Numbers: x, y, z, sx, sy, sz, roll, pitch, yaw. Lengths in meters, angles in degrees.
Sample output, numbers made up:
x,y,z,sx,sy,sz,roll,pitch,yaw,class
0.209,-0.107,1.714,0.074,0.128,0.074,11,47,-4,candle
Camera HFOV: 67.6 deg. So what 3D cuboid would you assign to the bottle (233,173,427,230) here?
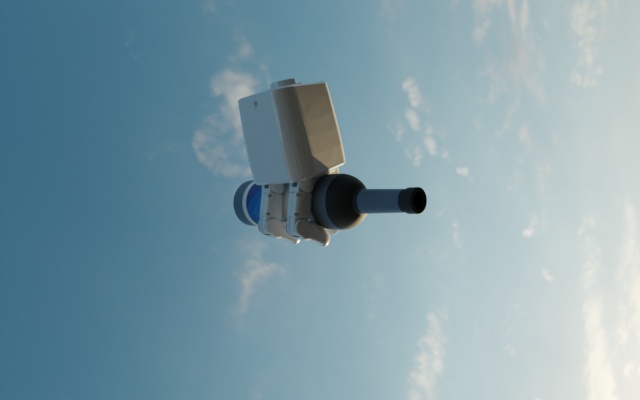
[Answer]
x,y,z,sx,sy,sz,roll,pitch,yaw,class
0.000,0.002,0.586,0.069,0.069,0.295,0,-1,-42,bottle
